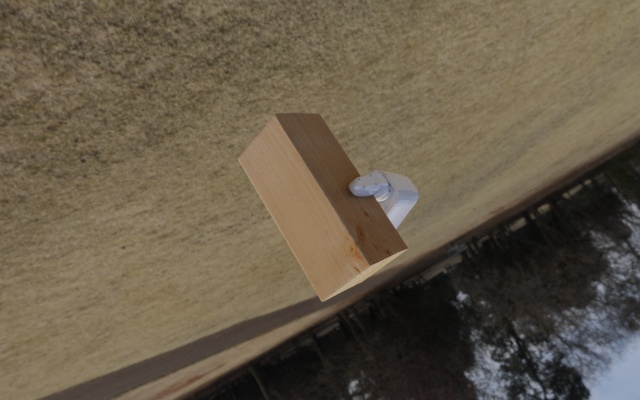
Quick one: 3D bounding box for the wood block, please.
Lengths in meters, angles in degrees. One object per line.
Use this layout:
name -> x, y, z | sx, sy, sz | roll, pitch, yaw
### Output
wood block -> 0.001, 0.002, 0.581 | 0.091, 0.206, 0.090 | -43, -18, 34
